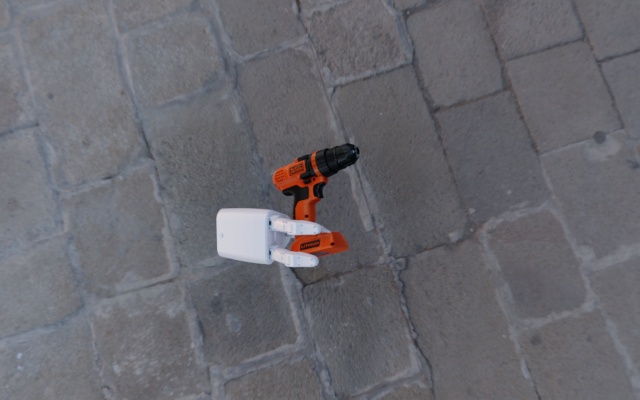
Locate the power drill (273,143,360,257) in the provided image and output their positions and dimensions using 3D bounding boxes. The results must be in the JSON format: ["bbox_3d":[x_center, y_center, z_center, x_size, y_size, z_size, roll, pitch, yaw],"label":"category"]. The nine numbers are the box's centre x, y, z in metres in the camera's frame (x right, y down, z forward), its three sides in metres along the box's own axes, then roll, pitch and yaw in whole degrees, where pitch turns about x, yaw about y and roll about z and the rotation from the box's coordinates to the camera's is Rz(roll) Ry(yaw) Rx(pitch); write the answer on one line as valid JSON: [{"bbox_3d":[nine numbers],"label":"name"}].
[{"bbox_3d":[0.000,0.003,0.856,0.184,0.187,0.057,-19,-22,34],"label":"power drill"}]
